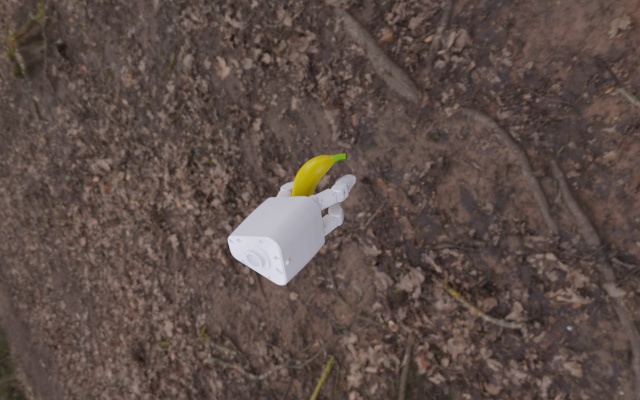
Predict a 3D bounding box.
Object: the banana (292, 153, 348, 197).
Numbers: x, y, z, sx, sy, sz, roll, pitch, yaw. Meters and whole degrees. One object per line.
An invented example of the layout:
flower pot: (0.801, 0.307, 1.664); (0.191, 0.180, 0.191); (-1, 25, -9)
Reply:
banana: (-0.016, -0.007, 0.807); (0.069, 0.198, 0.037); (22, 42, 2)
